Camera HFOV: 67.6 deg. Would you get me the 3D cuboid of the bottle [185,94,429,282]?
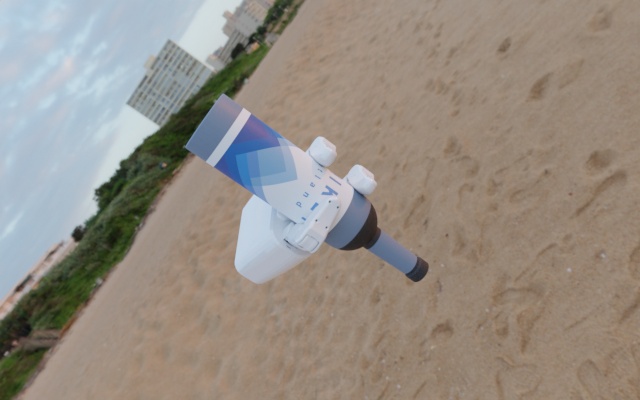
[{"bbox_3d":[0.000,0.002,0.515,0.296,0.069,0.069,35,-10,-15],"label":"bottle"}]
